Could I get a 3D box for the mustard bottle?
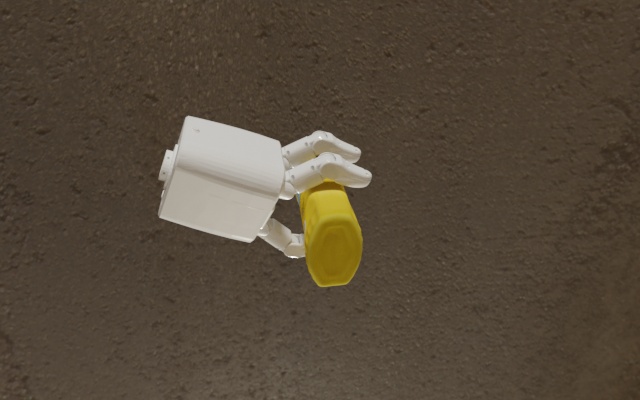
[{"bbox_3d":[0.000,0.002,0.549,0.058,0.096,0.191,-6,34,-7],"label":"mustard bottle"}]
